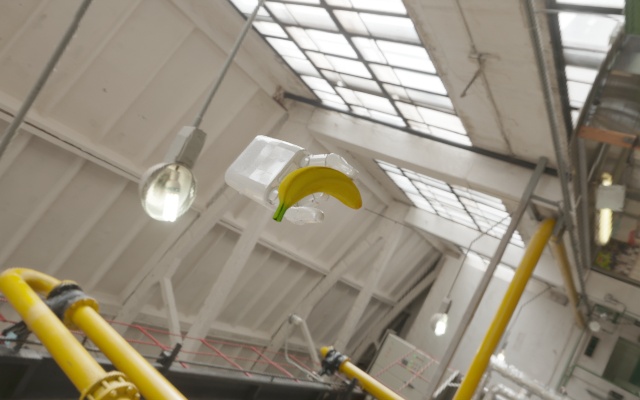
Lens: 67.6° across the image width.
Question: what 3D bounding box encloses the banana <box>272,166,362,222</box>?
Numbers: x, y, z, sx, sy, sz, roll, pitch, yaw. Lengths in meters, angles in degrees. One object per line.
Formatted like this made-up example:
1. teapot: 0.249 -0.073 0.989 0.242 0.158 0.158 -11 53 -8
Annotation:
1. banana: 0.002 -0.015 0.674 0.037 0.070 0.198 24 19 35
